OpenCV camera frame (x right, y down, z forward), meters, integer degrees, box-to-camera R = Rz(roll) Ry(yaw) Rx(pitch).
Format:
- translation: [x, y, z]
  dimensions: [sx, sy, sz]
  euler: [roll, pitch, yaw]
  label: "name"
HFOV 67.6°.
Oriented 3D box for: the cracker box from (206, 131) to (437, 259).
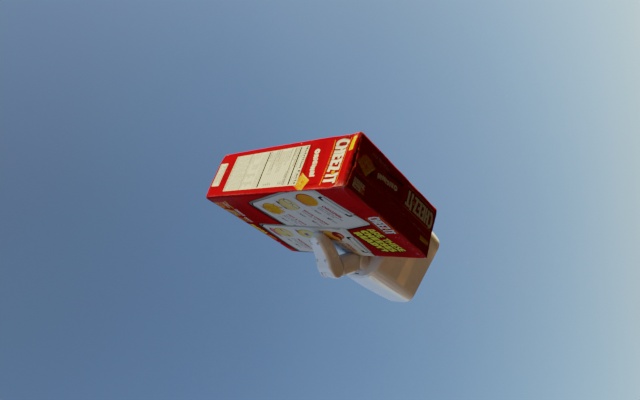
- translation: [0.000, 0.002, 0.556]
  dimensions: [0.214, 0.072, 0.164]
  euler: [-4, -30, 42]
  label: "cracker box"
